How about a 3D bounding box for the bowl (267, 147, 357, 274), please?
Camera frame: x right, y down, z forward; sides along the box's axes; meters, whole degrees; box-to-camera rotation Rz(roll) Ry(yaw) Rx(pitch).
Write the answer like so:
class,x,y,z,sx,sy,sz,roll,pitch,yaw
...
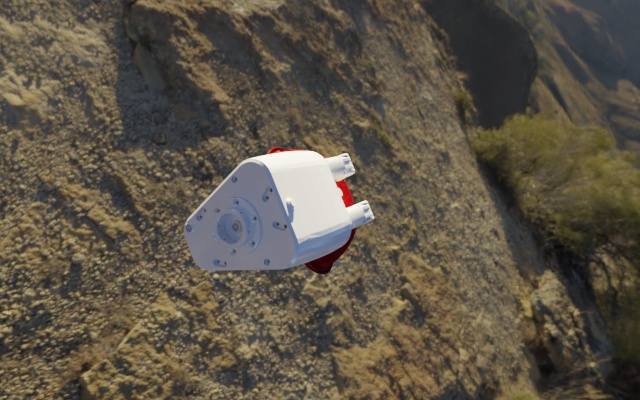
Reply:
class,x,y,z,sx,sy,sz,roll,pitch,yaw
bowl,0.001,0.001,0.562,0.055,0.162,0.162,-23,-7,17
